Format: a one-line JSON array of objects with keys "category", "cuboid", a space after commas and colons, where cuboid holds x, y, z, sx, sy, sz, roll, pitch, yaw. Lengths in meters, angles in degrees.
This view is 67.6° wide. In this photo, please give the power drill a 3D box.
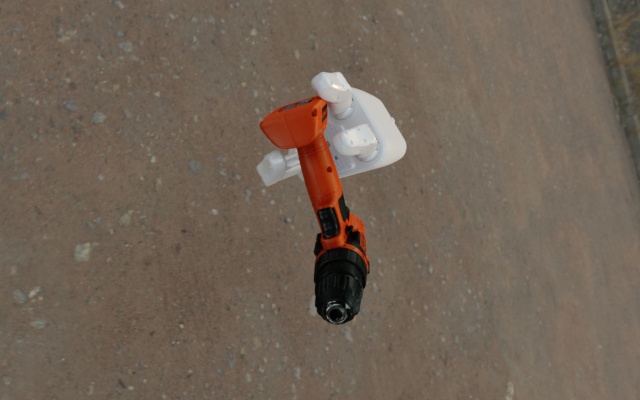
[{"category": "power drill", "cuboid": [0.000, 0.001, 0.457, 0.057, 0.188, 0.184, -14, 18, 8]}]
